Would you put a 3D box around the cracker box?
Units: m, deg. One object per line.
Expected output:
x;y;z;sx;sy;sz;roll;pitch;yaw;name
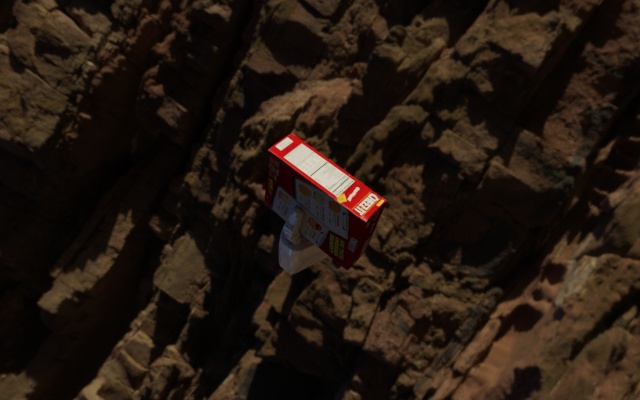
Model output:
0.000;0.003;0.859;0.213;0.164;0.072;36;56;17;cracker box
